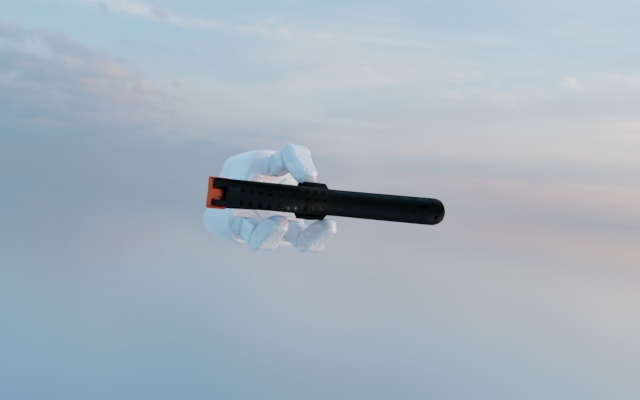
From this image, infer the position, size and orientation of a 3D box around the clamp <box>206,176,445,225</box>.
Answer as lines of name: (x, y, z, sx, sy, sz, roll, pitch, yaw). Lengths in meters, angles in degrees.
clamp: (0.000, 0.001, 0.460, 0.210, 0.036, 0.164, 6, -2, -30)
